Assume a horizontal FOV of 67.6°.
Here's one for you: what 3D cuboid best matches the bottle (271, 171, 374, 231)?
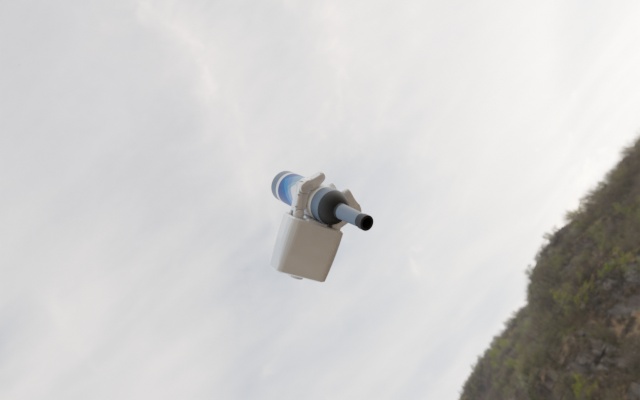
[{"bbox_3d":[0.000,0.003,0.900,0.069,0.069,0.295,0,13,-32],"label":"bottle"}]
